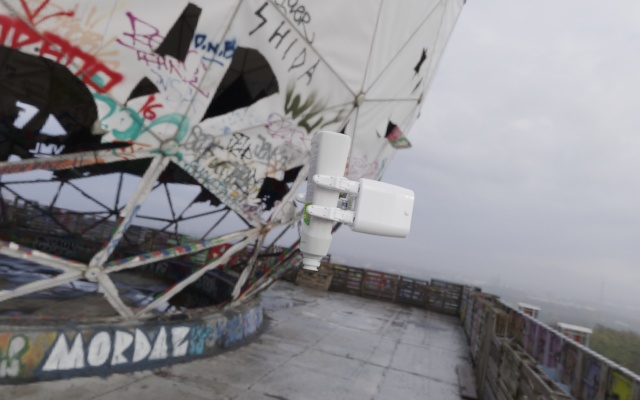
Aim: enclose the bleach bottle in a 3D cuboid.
[{"bbox_3d":[0.000,0.003,0.892,0.068,0.251,0.102,11,-5,-11],"label":"bleach bottle"}]
